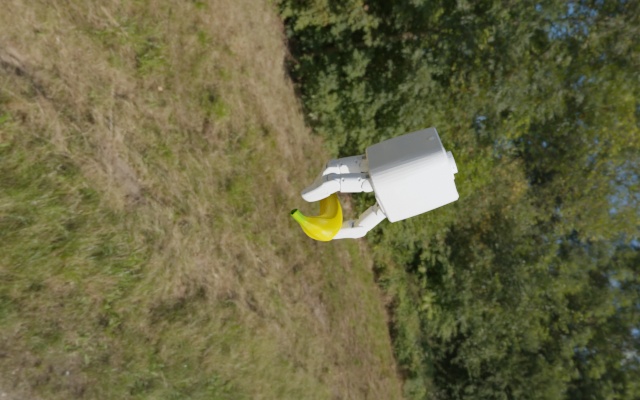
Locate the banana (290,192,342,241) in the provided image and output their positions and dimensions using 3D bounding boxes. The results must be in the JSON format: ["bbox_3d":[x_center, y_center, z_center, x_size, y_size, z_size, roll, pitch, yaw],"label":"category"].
[{"bbox_3d":[0.007,0.020,0.721,0.037,0.069,0.197,-23,6,15],"label":"banana"}]
